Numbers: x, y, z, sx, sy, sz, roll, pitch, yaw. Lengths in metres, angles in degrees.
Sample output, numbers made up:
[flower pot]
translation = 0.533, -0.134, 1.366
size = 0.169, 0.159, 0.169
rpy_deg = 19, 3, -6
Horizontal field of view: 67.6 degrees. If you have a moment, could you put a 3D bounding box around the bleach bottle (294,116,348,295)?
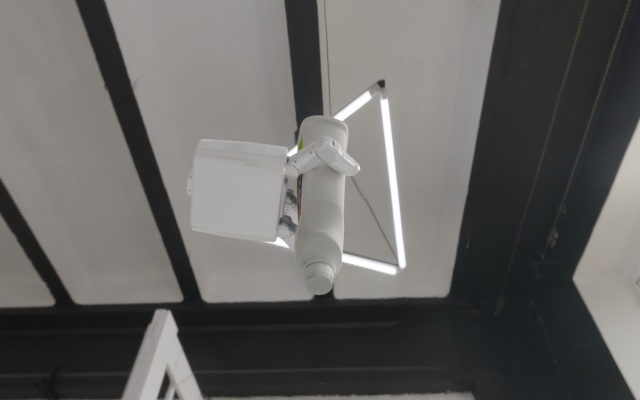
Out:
[bleach bottle]
translation = 0.000, 0.002, 0.577
size = 0.068, 0.103, 0.250
rpy_deg = 6, 38, -5
